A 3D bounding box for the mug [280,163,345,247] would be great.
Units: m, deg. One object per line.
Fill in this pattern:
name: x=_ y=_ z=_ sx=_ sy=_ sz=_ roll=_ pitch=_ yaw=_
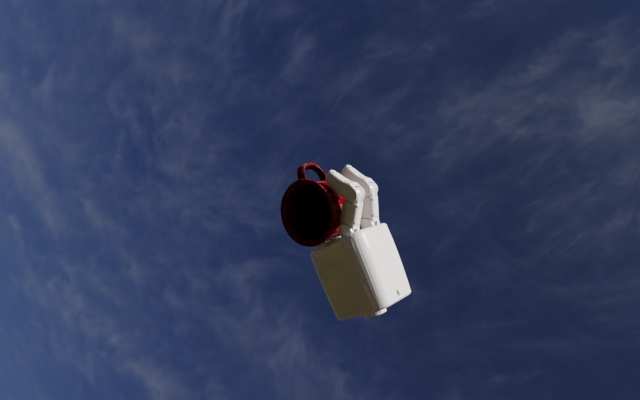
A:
mug: x=0.000 y=0.001 z=0.681 sx=0.093 sy=0.117 sz=0.081 roll=-26 pitch=-10 yaw=36
